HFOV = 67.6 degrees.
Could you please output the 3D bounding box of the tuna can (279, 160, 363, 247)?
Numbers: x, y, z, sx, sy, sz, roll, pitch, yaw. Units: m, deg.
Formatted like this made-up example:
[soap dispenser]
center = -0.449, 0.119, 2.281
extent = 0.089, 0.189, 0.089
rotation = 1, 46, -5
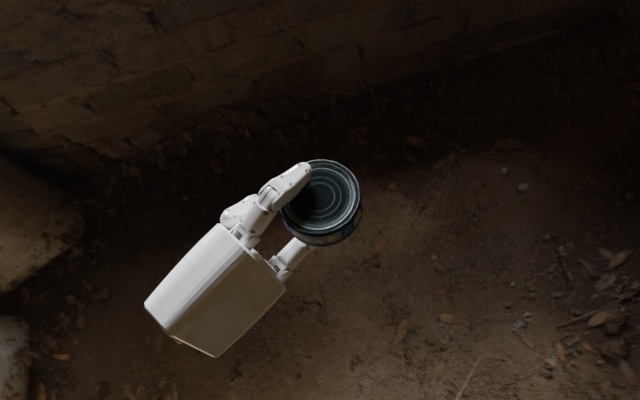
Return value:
[tuna can]
center = 0.000, 0.001, 0.489
extent = 0.086, 0.086, 0.034
rotation = 0, -24, 7
